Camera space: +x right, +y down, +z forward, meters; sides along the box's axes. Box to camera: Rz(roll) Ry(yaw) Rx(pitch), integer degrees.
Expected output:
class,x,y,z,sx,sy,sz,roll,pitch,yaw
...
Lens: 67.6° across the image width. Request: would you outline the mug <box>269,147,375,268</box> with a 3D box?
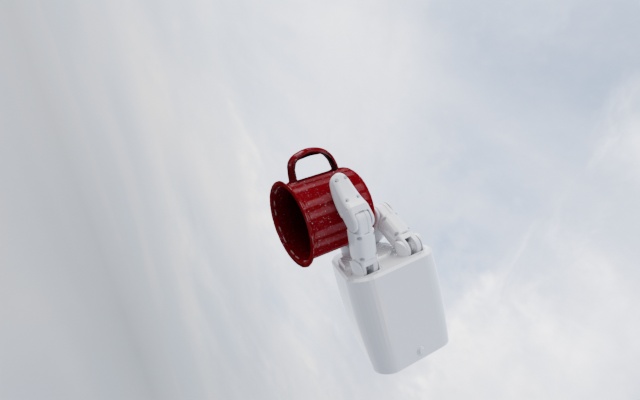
class,x,y,z,sx,sy,sz,roll,pitch,yaw
mug,0.000,0.000,0.501,0.081,0.117,0.093,-19,12,-25
